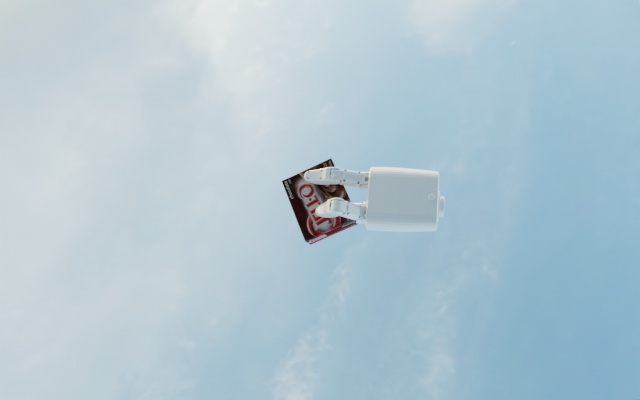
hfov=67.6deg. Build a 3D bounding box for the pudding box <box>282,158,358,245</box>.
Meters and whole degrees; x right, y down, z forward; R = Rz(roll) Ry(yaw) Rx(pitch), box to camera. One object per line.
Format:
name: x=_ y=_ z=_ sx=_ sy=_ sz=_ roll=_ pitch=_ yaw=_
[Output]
pudding box: x=0.000 y=0.003 z=0.764 sx=0.090 sy=0.113 sz=0.039 roll=-24 pitch=-21 yaw=4
